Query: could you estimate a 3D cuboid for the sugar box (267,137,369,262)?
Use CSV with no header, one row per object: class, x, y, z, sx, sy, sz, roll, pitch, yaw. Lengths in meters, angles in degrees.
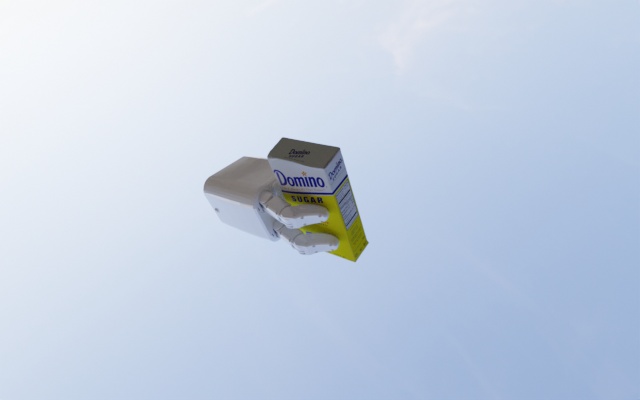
sugar box,0.000,0.003,0.633,0.093,0.048,0.176,14,-36,34
